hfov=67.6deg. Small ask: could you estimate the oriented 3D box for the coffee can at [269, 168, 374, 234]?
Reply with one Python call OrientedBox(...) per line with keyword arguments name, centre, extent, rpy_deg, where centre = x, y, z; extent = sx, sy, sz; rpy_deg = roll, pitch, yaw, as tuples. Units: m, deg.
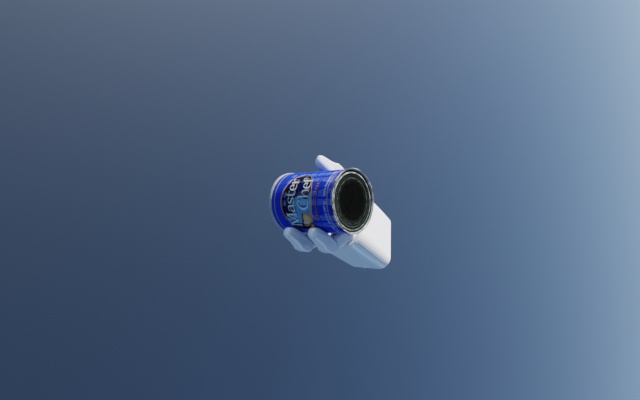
OrientedBox(name="coffee can", centre=(0.000, 0.002, 0.777), extent=(0.140, 0.103, 0.103), rpy_deg=(-2, -1, 43))
